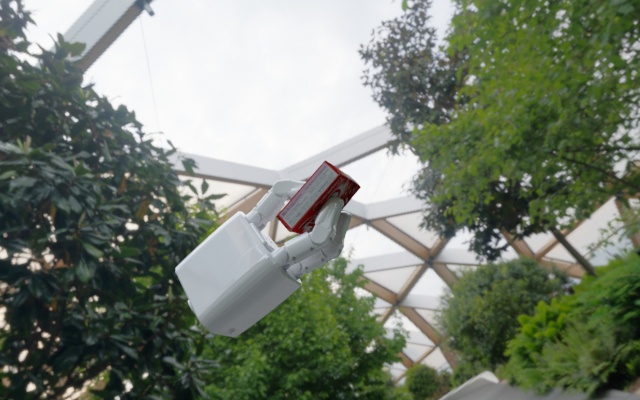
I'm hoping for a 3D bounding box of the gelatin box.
[{"bbox_3d":[0.000,0.001,0.564,0.030,0.089,0.073,44,9,24],"label":"gelatin box"}]
